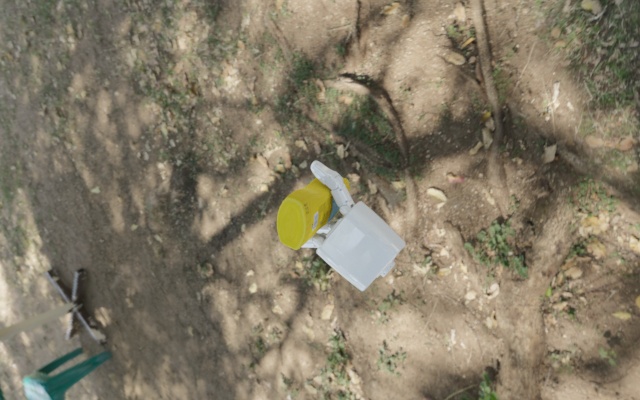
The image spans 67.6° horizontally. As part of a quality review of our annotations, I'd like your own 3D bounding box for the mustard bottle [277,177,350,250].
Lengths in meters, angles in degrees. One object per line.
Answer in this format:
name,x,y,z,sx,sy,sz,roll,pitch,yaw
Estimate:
mustard bottle,0.000,0.003,0.834,0.058,0.096,0.191,21,33,23
